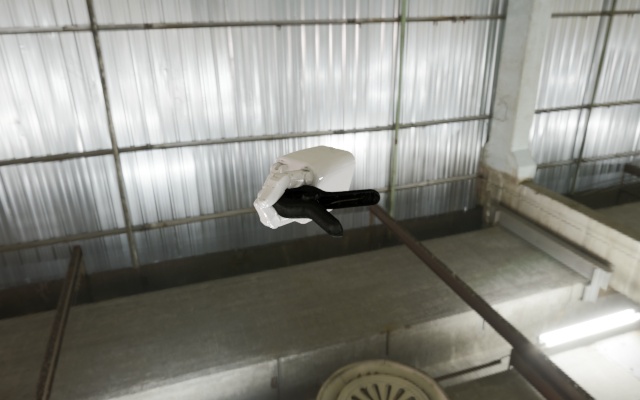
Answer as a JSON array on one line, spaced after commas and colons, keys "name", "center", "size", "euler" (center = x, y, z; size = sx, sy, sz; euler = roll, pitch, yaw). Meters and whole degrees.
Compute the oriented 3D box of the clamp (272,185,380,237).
[{"name": "clamp", "center": [0.000, 0.003, 0.711], "size": [0.171, 0.039, 0.120], "euler": [18, 30, 39]}]
